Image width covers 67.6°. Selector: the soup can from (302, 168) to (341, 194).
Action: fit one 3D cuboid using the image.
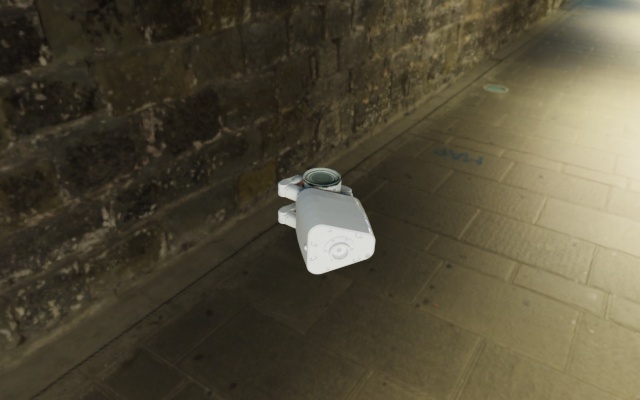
[{"bbox_3d":[0.000,0.002,0.833,0.068,0.102,0.068,2,31,-1],"label":"soup can"}]
